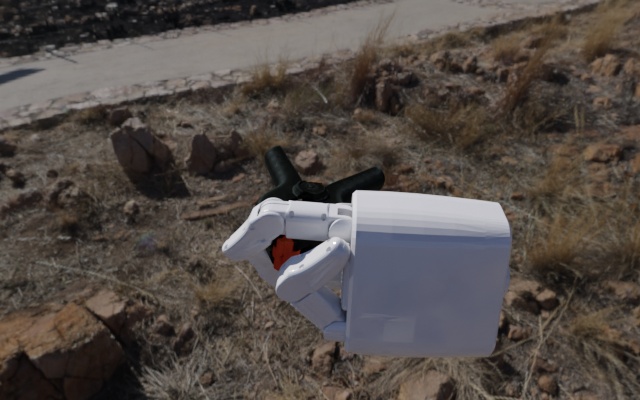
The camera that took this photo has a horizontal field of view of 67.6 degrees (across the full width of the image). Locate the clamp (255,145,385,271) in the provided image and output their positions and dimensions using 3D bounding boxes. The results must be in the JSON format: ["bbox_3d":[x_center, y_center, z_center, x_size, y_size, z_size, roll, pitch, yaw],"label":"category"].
[{"bbox_3d":[0.000,0.001,0.418,0.120,0.039,0.171,3,33,2],"label":"clamp"}]
